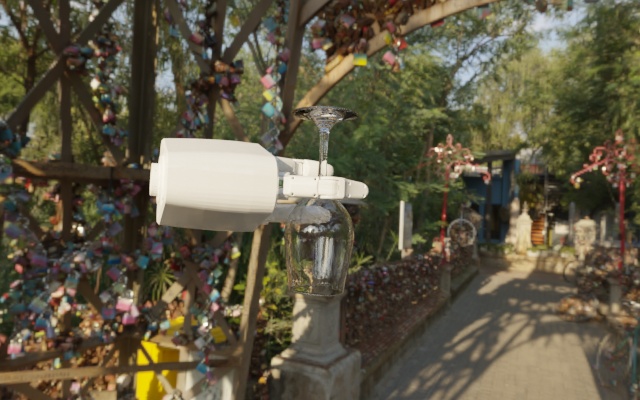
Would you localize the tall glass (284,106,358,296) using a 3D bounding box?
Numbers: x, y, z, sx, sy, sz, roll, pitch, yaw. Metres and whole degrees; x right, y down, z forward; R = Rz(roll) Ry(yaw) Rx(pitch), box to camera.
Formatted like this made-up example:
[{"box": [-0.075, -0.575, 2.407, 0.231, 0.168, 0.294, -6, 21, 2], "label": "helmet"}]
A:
[{"box": [0.000, 0.001, 0.534, 0.079, 0.201, 0.079, 3, -1, 0], "label": "tall glass"}]
